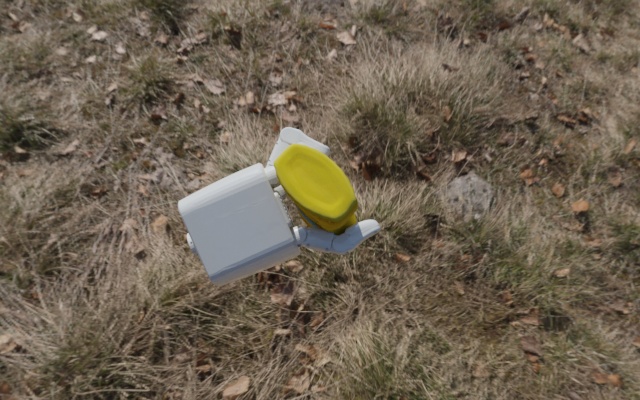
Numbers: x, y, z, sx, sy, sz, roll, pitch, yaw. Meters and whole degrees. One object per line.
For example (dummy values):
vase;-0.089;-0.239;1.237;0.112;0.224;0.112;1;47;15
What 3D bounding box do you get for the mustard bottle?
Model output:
mustard bottle;0.000;0.002;0.569;0.096;0.058;0.192;41;-7;11
